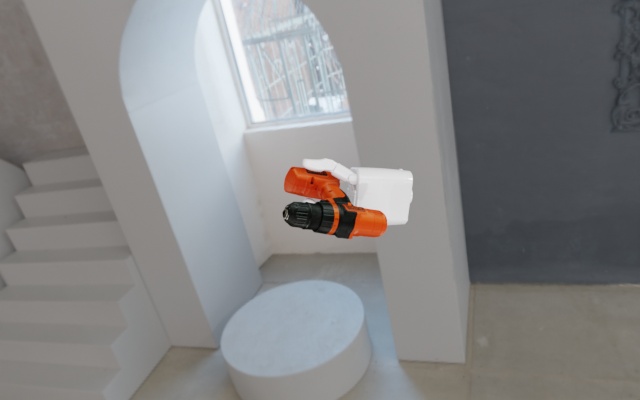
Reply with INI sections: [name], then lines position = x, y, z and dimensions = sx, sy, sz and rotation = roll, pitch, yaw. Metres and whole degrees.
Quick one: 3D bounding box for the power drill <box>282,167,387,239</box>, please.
[power drill]
position = 0.000, 0.002, 0.823
dimensions = 0.184, 0.057, 0.187
rotation = 10, 22, -28
